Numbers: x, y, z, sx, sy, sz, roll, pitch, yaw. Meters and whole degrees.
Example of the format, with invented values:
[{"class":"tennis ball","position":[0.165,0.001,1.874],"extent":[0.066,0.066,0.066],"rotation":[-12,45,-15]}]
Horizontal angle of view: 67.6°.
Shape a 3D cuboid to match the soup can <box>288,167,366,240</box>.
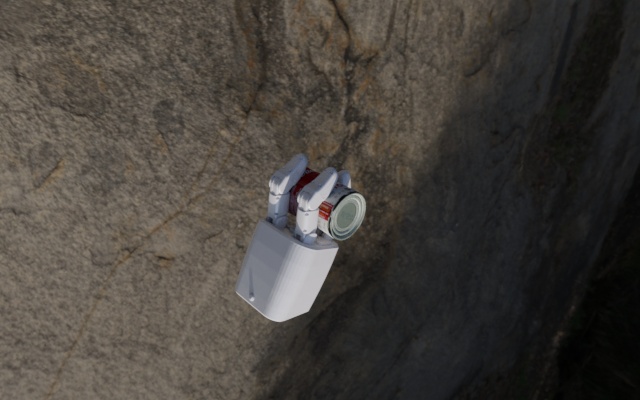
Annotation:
[{"class":"soup can","position":[0.001,0.002,0.626],"extent":[0.102,0.068,0.068],"rotation":[28,18,39]}]
